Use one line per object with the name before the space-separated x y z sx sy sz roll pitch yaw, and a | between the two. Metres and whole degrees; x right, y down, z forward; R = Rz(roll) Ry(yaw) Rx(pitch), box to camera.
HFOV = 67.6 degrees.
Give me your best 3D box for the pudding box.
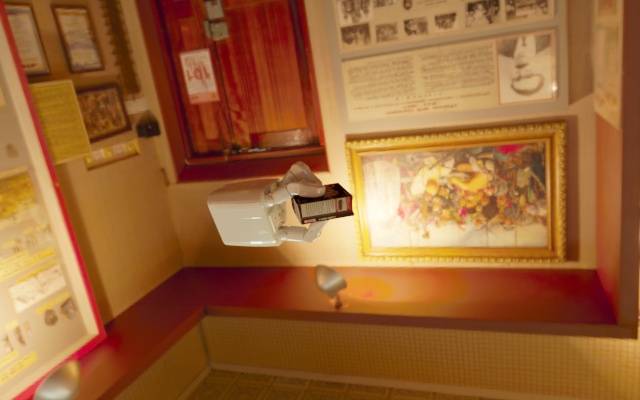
pudding box | 0.000 0.003 0.792 0.090 0.039 0.113 -10 16 -8
